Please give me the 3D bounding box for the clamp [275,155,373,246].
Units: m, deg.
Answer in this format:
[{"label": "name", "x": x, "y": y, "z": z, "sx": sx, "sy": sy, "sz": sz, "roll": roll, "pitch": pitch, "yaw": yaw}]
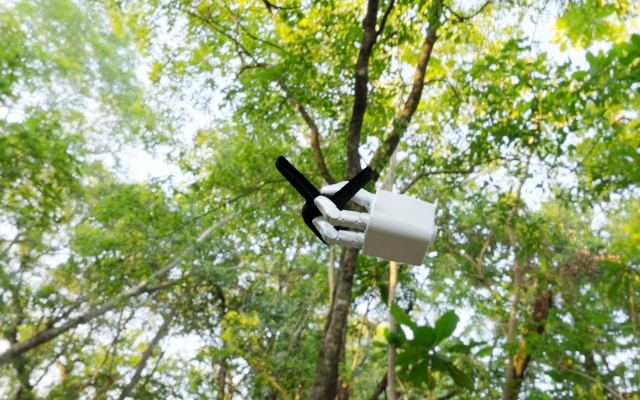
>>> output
[{"label": "clamp", "x": 0.001, "y": 0.003, "z": 0.850, "sx": 0.164, "sy": 0.036, "sz": 0.210, "roll": 13, "pitch": -41, "yaw": 8}]
